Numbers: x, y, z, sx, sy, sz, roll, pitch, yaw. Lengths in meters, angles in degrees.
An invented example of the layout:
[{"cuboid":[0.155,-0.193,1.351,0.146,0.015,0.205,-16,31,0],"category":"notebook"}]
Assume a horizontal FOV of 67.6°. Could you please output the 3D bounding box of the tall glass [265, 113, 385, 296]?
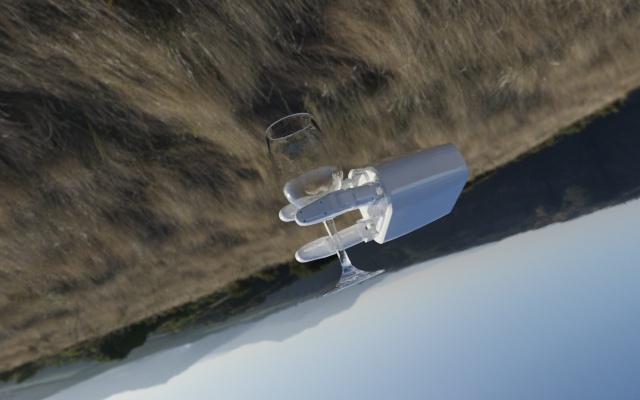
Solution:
[{"cuboid":[0.000,0.002,0.548,0.079,0.201,0.079,-22,-11,-4],"category":"tall glass"}]
